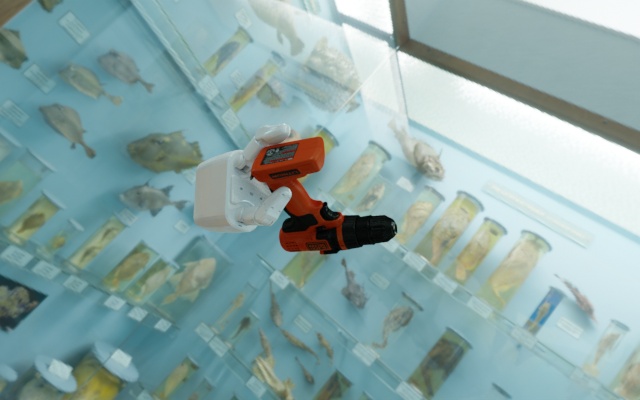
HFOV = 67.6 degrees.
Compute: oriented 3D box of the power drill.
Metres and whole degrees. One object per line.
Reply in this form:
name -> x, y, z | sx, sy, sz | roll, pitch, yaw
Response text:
power drill -> 0.000, 0.002, 0.672 | 0.184, 0.188, 0.057 | -9, 40, 22
